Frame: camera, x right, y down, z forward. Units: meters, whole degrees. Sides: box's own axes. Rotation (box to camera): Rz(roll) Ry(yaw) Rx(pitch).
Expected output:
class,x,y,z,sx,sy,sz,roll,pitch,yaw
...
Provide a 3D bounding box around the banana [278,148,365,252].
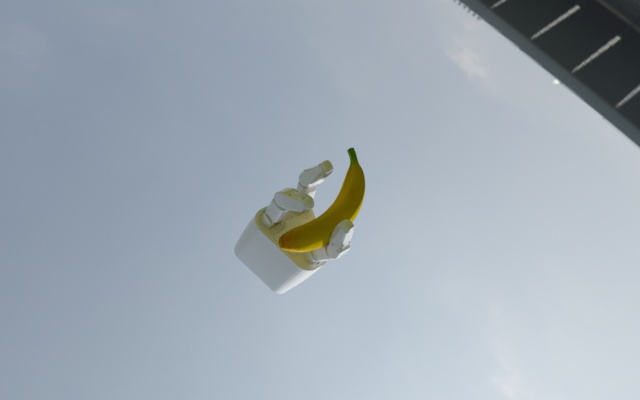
class,x,y,z,sx,sy,sz,roll,pitch,yaw
banana,0.015,0.013,0.640,0.037,0.069,0.197,-33,16,50
